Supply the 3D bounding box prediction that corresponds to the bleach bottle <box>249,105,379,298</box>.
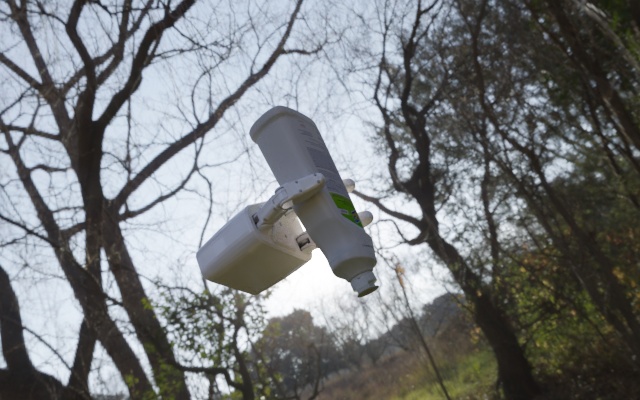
[{"bbox_3d":[0.000,0.002,0.595,0.068,0.250,0.102,-38,-27,24],"label":"bleach bottle"}]
